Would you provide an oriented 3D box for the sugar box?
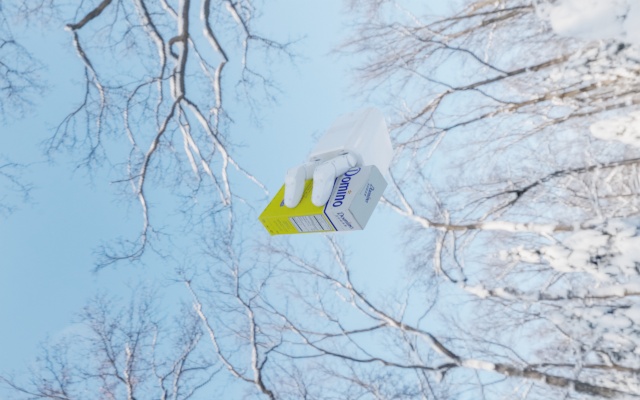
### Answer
[{"bbox_3d":[0.000,0.002,0.683,0.176,0.048,0.093,-10,36,43],"label":"sugar box"}]
